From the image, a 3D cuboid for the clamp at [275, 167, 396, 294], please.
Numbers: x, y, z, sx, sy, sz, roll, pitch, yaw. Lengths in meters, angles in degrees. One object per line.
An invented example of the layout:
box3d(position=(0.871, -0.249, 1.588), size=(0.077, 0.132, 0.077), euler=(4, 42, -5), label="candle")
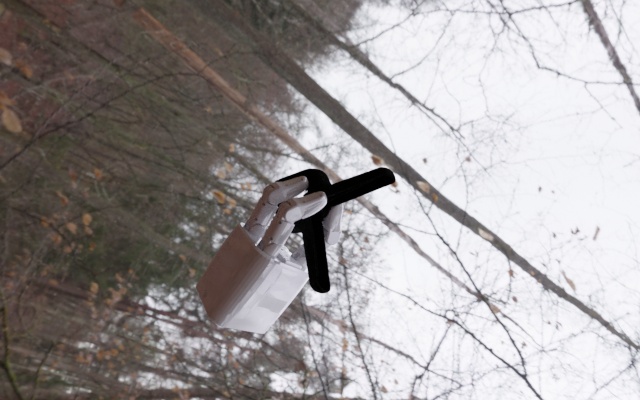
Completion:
box3d(position=(0.000, 0.002, 0.620), size=(0.036, 0.164, 0.210), euler=(33, 5, -36), label="clamp")
